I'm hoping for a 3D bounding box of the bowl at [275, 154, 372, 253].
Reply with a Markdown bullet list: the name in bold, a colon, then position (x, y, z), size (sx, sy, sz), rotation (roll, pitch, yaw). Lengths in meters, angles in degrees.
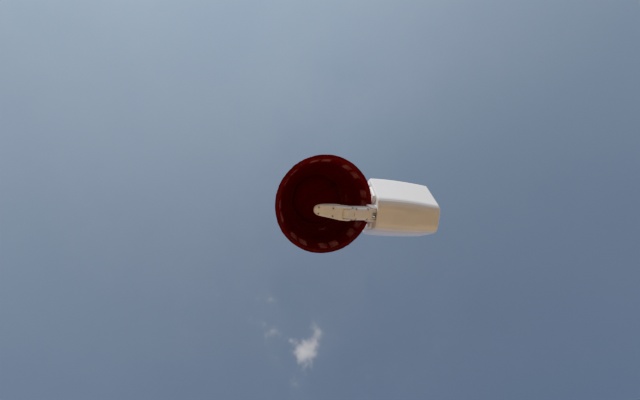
- **bowl**: position (-0.001, 0.002, 0.790), size (0.162, 0.162, 0.055), rotation (0, 10, -15)
